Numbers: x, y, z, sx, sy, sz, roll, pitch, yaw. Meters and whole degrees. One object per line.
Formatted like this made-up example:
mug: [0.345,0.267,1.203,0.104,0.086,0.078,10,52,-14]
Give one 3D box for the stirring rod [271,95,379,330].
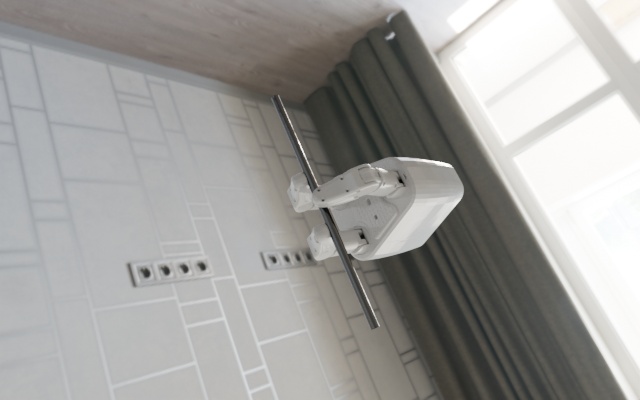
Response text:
stirring rod: [0.000,0.001,0.434,0.011,0.239,0.011,-21,-20,-8]
